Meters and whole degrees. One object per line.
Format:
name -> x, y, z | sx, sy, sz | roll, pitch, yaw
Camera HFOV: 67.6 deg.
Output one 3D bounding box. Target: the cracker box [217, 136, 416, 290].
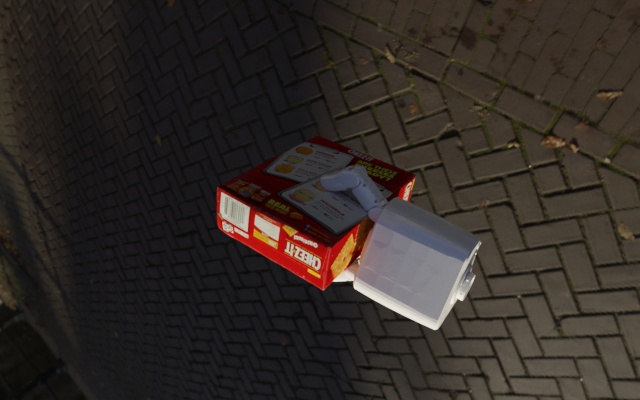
cracker box -> 0.000, 0.002, 0.613 | 0.164, 0.072, 0.213 | 26, 36, 24
